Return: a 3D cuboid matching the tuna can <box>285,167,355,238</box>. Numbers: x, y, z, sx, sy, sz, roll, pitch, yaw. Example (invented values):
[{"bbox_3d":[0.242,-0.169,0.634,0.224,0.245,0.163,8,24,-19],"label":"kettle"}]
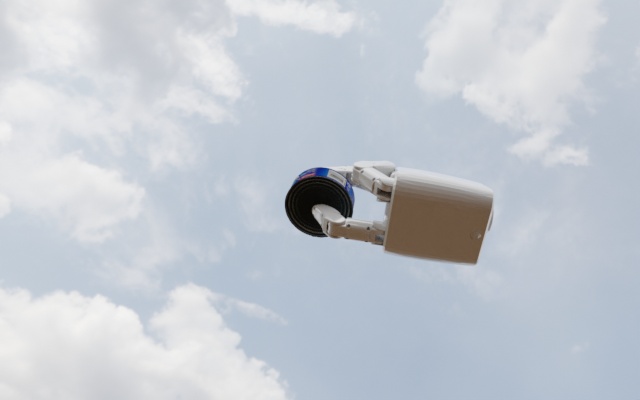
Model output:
[{"bbox_3d":[0.000,0.002,0.602,0.086,0.086,0.033,0,27,10],"label":"tuna can"}]
